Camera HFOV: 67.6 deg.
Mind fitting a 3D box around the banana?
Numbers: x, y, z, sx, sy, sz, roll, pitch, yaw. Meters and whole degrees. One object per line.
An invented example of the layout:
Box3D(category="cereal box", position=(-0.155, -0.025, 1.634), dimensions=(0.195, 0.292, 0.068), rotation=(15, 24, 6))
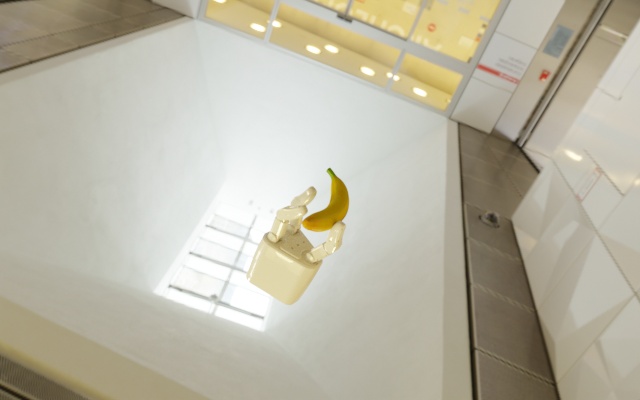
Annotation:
Box3D(category="banana", position=(0.017, 0.011, 0.854), dimensions=(0.069, 0.037, 0.197), rotation=(31, 32, -5))
